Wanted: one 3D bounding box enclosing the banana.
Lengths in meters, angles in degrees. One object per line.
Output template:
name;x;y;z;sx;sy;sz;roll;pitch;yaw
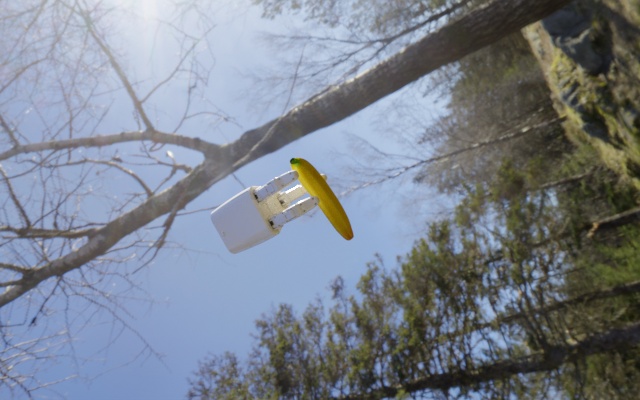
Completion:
banana;-0.001;-0.010;0.861;0.037;0.198;0.069;-29;28;19
